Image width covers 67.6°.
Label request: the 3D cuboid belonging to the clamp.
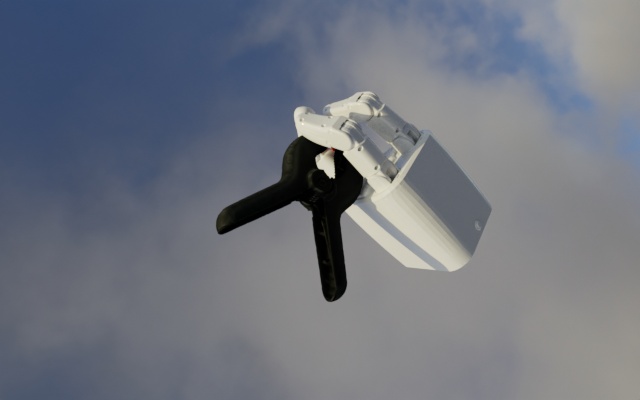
[{"bbox_3d":[0.000,0.001,0.424,0.039,0.120,0.171,-28,21,53],"label":"clamp"}]
